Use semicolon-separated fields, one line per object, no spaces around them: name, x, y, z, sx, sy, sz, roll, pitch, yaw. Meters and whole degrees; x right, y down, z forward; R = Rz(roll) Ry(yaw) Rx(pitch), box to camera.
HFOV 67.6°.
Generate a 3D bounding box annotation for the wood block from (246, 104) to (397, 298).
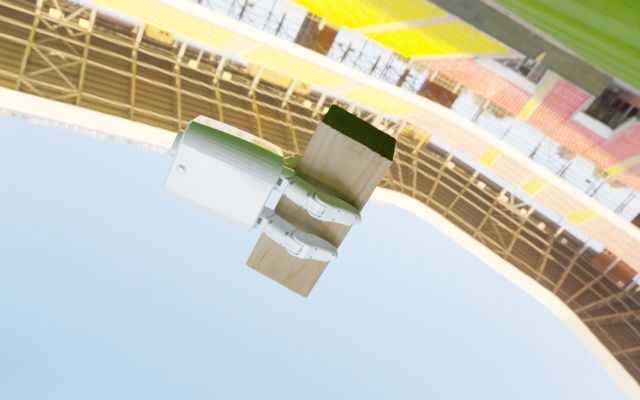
wood block;0.000;0.002;0.578;0.090;0.206;0.090;29;26;-2
